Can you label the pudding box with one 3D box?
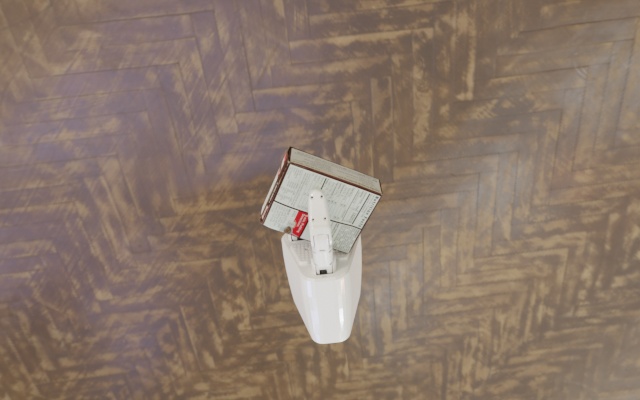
[{"bbox_3d":[0.000,0.002,0.530,0.113,0.090,0.039,18,30,-15],"label":"pudding box"}]
